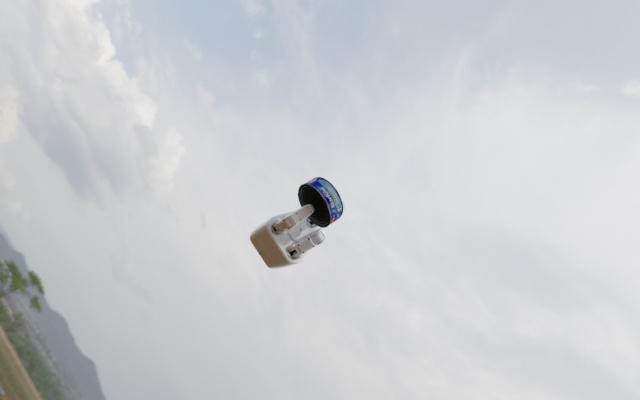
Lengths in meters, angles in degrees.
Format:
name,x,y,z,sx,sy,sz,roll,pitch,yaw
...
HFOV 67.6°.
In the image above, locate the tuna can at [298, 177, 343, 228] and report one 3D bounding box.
name,x,y,z,sx,sy,sz,roll,pitch,yaw
tuna can,0.001,0.002,0.833,0.033,0.086,0.086,-31,17,-30
